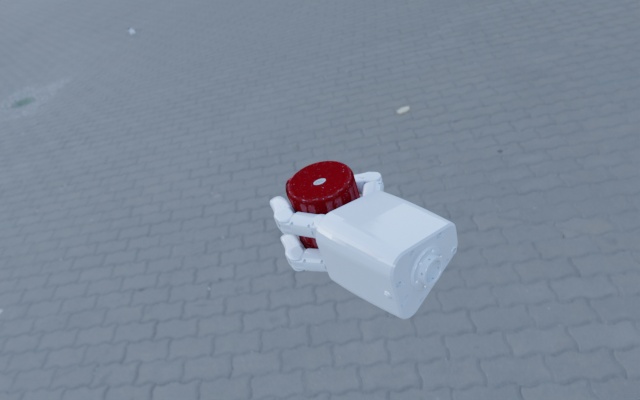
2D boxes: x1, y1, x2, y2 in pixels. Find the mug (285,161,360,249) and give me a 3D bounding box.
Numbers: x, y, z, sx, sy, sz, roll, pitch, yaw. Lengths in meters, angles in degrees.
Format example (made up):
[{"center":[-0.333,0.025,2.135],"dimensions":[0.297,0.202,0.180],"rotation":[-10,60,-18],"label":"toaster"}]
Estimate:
[{"center":[-0.001,0.001,0.592],"dimensions":[0.093,0.082,0.117],"rotation":[-40,42,-26],"label":"mug"}]
